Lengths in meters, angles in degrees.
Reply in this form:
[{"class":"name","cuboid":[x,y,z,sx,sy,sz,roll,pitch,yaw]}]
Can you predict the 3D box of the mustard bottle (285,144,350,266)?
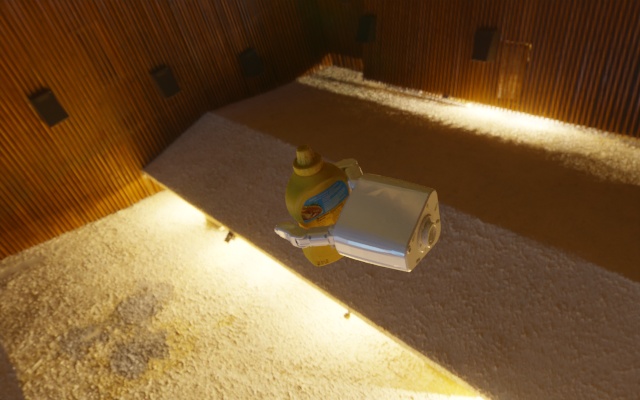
[{"class":"mustard bottle","cuboid":[0.000,0.002,0.688,0.096,0.192,0.058,-32,40,-17]}]
